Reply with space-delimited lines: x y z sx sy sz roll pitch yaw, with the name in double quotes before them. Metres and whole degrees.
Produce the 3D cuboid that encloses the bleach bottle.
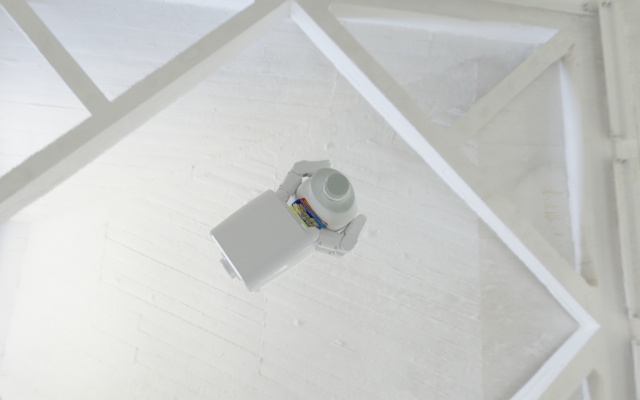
"bleach bottle" 0.000 0.002 0.688 0.068 0.102 0.251 -34 -7 -13
